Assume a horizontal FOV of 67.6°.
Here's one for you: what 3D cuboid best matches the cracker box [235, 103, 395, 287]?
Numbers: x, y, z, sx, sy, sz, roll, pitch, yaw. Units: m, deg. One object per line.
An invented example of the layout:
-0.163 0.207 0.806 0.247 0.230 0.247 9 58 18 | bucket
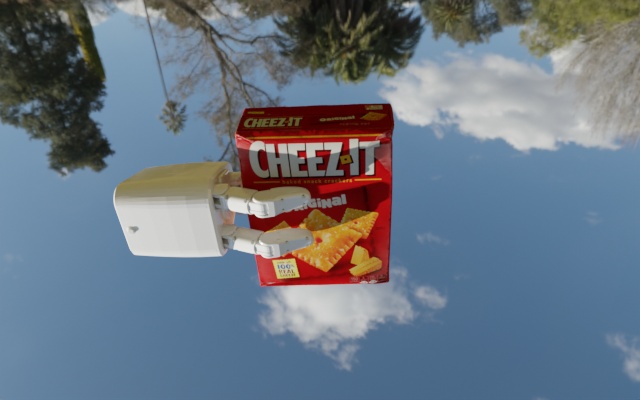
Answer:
0.000 0.002 0.555 0.164 0.214 0.072 -1 34 4 | cracker box
